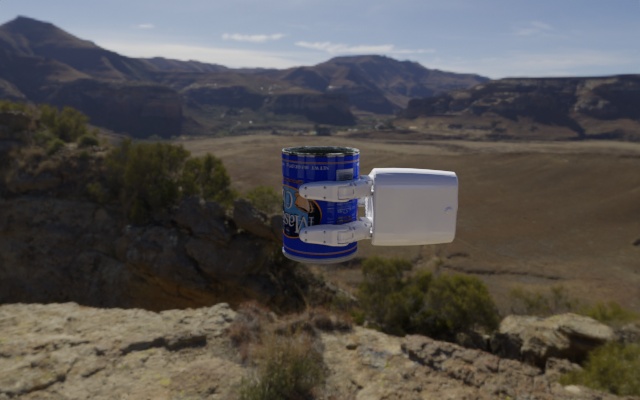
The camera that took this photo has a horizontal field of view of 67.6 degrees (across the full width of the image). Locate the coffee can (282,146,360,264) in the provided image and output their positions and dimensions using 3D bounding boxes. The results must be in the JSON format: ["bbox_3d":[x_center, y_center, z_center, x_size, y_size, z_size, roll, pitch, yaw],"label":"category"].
[{"bbox_3d":[0.000,0.002,0.638,0.103,0.140,0.102,0,12,0],"label":"coffee can"}]
